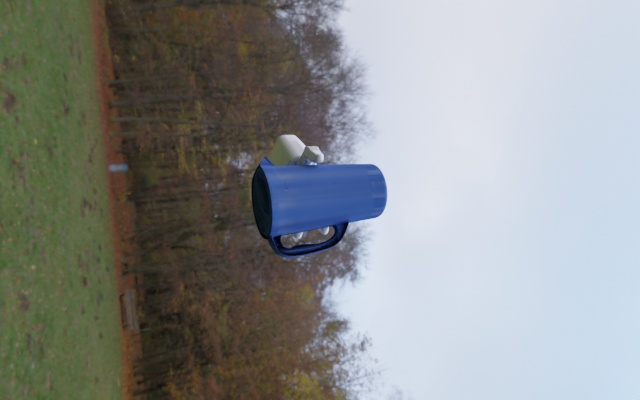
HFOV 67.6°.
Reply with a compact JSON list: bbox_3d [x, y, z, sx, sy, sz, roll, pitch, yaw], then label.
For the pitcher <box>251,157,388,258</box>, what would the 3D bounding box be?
[{"bbox_3d":[0.000,0.003,0.897,0.243,0.149,0.145,-6,33,-21],"label":"pitcher"}]
